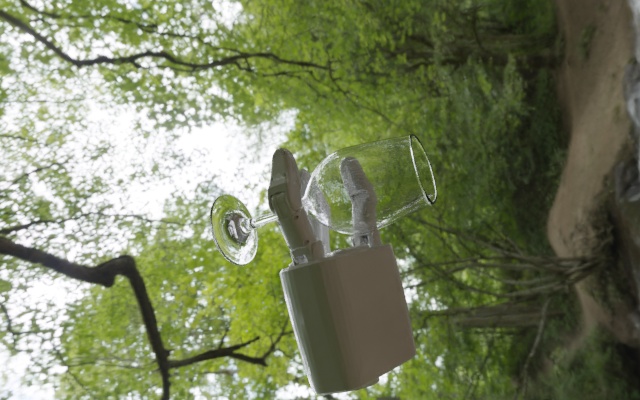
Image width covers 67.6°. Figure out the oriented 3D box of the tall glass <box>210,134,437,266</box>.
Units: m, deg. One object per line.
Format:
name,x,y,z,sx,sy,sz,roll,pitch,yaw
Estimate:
tall glass,-0.001,0.001,0.438,0.201,0.079,0.079,-18,-8,24
